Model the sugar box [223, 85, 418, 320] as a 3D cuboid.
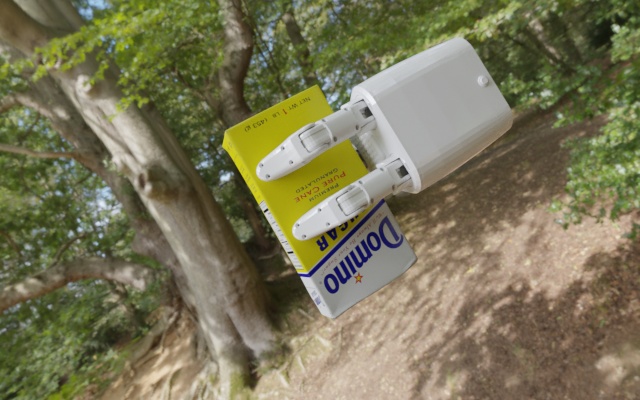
[{"bbox_3d":[0.000,0.001,0.409,0.093,0.176,0.048,-31,-2,-16],"label":"sugar box"}]
